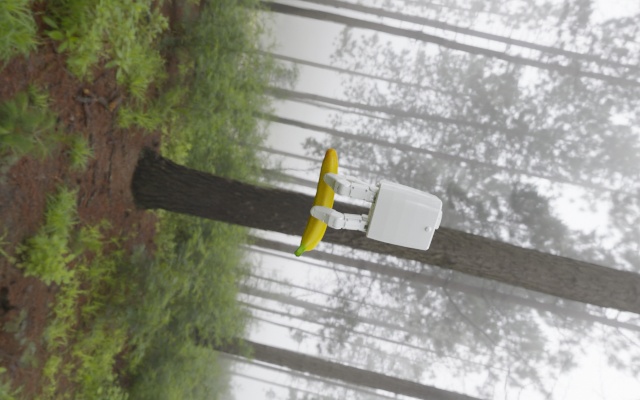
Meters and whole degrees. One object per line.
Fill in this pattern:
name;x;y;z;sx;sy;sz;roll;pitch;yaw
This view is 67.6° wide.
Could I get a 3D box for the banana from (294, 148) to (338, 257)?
banana;0.002;0.007;0.854;0.037;0.198;0.069;16;0;8
